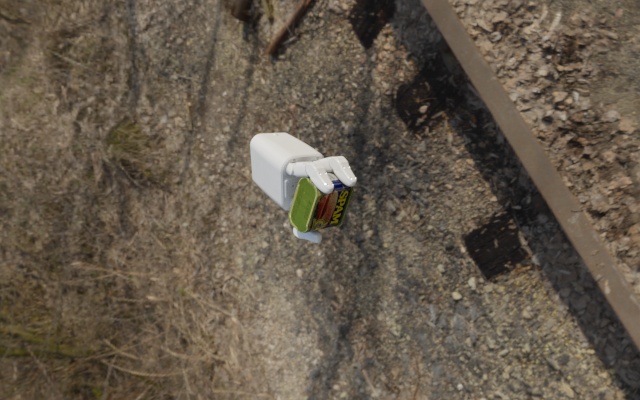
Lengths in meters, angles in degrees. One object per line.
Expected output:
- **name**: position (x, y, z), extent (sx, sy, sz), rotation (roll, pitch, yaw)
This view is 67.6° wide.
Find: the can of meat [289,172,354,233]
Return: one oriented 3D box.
- **can of meat**: position (0.000, 0.003, 0.818), extent (0.084, 0.102, 0.057), rotation (-10, 39, -42)
